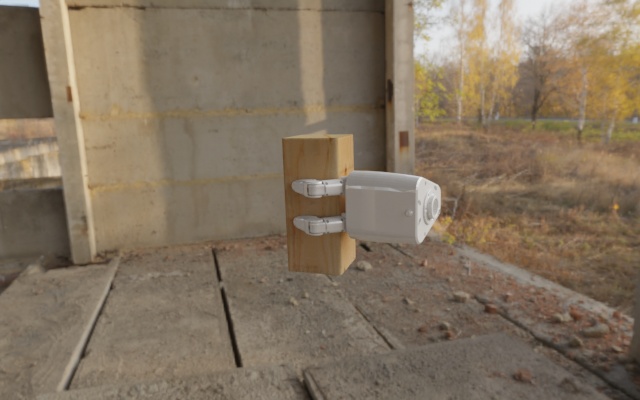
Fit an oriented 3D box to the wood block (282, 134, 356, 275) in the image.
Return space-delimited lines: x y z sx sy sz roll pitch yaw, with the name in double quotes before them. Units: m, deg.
"wood block" 0.001 0.002 0.751 0.090 0.206 0.091 2 12 19
